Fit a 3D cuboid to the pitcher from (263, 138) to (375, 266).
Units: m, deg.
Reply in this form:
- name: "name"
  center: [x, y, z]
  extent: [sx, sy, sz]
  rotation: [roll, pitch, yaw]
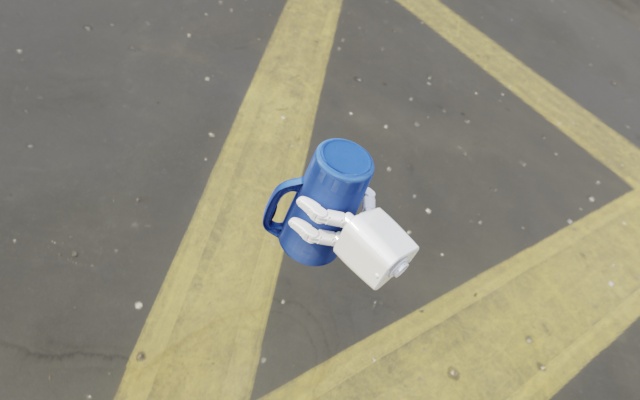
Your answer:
- name: "pitcher"
  center: [0.000, 0.003, 0.895]
  extent: [0.149, 0.145, 0.243]
  rotation: [-28, -27, -39]
